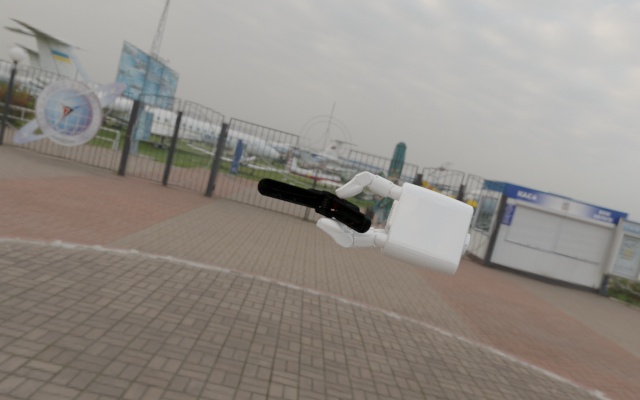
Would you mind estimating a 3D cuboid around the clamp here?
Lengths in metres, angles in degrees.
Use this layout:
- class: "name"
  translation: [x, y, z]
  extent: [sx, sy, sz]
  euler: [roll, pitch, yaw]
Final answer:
- class: "clamp"
  translation: [0.001, 0.002, 0.727]
  extent: [0.164, 0.036, 0.210]
  euler: [21, 5, 6]
